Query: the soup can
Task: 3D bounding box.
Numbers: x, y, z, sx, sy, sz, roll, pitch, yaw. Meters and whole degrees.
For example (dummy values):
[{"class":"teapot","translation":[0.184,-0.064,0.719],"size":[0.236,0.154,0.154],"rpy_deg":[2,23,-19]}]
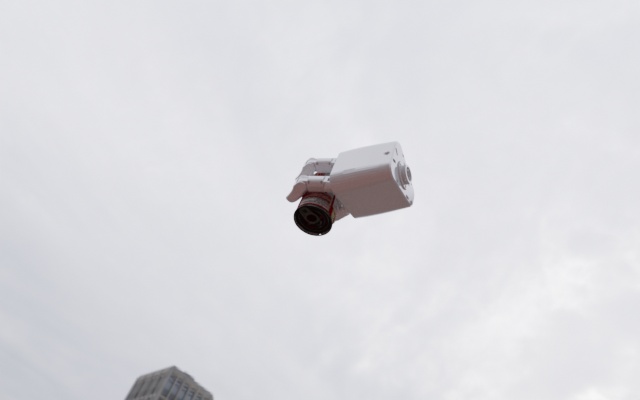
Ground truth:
[{"class":"soup can","translation":[0.000,0.003,0.827],"size":[0.068,0.069,0.102],"rpy_deg":[0,39,19]}]
